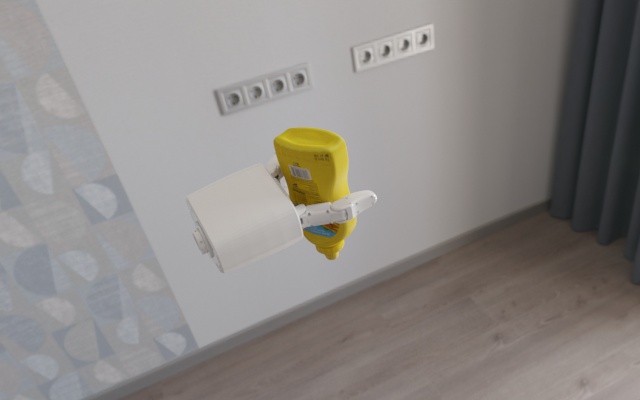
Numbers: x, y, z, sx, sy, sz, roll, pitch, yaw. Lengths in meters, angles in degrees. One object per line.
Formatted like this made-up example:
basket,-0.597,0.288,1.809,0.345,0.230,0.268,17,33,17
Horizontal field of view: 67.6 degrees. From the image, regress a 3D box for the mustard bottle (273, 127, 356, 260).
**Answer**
mustard bottle,0.000,0.002,0.627,0.096,0.192,0.058,15,42,34
